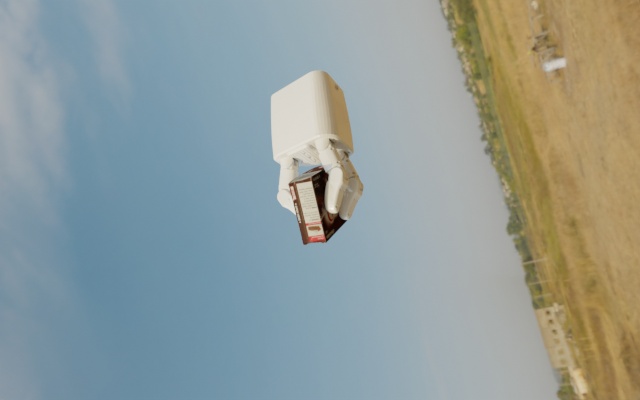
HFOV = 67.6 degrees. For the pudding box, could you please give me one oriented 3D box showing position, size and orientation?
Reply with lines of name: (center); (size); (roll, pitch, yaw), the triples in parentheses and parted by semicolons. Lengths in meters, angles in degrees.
pudding box: (0.000, 0.002, 0.666); (0.039, 0.090, 0.113); (-10, 11, 23)
